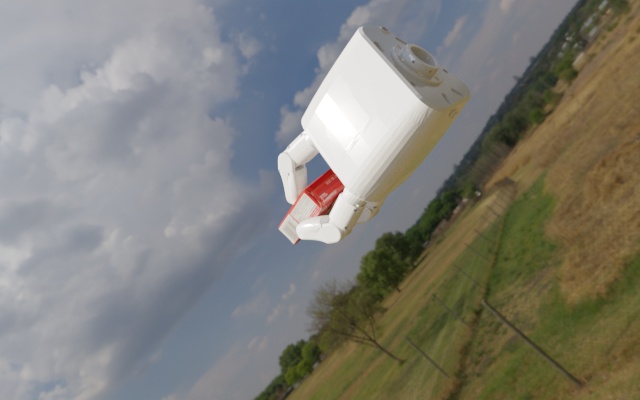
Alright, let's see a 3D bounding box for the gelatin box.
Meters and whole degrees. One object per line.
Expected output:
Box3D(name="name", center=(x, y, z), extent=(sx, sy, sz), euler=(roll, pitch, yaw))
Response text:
Box3D(name="gelatin box", center=(0.000, 0.002, 0.521), extent=(0.073, 0.030, 0.089), euler=(-39, -9, -37))
